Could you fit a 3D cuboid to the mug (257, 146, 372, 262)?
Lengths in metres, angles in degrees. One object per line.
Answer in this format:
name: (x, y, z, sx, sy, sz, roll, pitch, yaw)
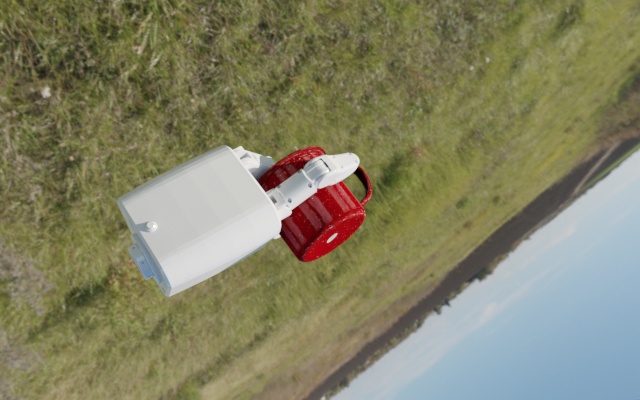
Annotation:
mug: (0.001, 0.001, 0.480, 0.117, 0.081, 0.093, -29, -20, -23)
